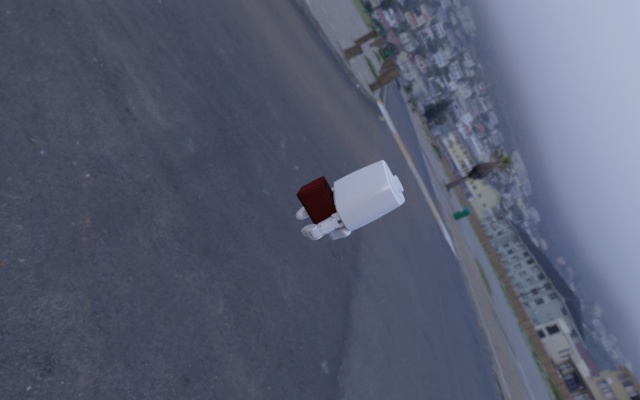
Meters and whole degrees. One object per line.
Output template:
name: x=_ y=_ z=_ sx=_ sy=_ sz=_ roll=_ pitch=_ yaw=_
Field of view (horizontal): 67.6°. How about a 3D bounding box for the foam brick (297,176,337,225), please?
foam brick: x=0.000 y=0.003 z=0.887 sx=0.051 sy=0.078 sz=0.053 roll=-27 pitch=14 yaw=16
